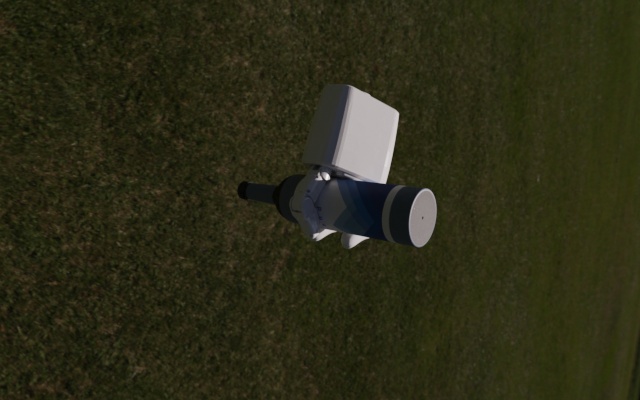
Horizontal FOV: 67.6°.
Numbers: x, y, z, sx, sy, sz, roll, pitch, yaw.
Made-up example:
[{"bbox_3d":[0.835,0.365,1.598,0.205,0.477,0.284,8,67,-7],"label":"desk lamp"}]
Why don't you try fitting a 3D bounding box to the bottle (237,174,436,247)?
[{"bbox_3d":[0.000,0.002,0.620,0.295,0.069,0.069,9,5,38],"label":"bottle"}]
